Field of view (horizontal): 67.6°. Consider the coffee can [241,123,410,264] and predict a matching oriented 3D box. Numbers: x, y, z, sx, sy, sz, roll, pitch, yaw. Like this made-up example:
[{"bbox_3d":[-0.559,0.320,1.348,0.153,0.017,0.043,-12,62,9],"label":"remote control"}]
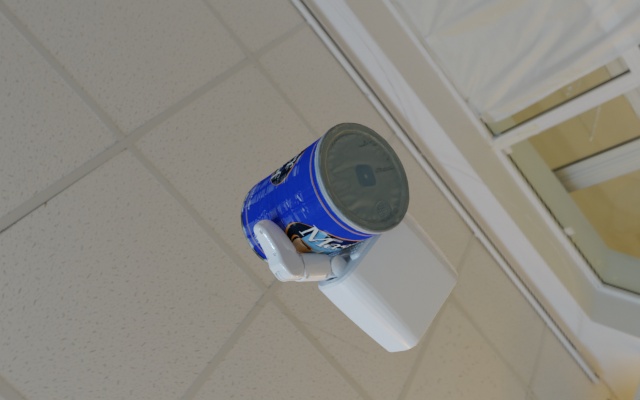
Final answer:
[{"bbox_3d":[0.000,0.001,0.464,0.103,0.102,0.140,0,-19,-38],"label":"coffee can"}]
